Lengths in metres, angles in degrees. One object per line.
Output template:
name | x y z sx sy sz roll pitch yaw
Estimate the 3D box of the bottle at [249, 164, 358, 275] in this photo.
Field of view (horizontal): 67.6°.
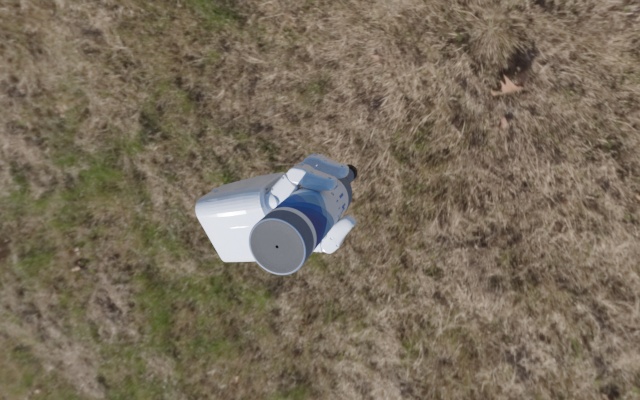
bottle | 0.000 0.002 0.635 0.069 0.069 0.295 0 19 19
